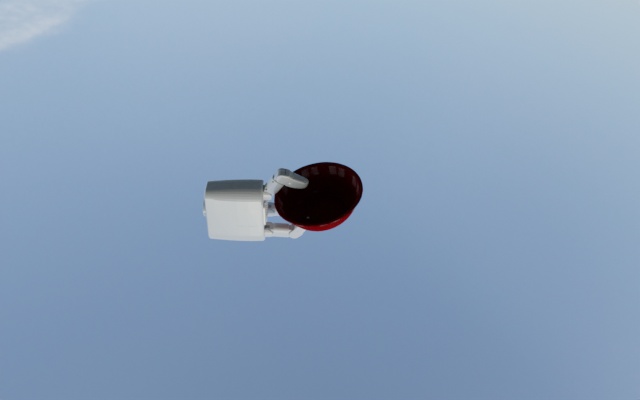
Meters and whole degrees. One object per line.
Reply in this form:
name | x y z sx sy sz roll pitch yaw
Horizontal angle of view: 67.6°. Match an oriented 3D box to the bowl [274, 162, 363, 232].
bowl | 0.001 0.003 0.866 0.162 0.162 0.055 0 -44 15
